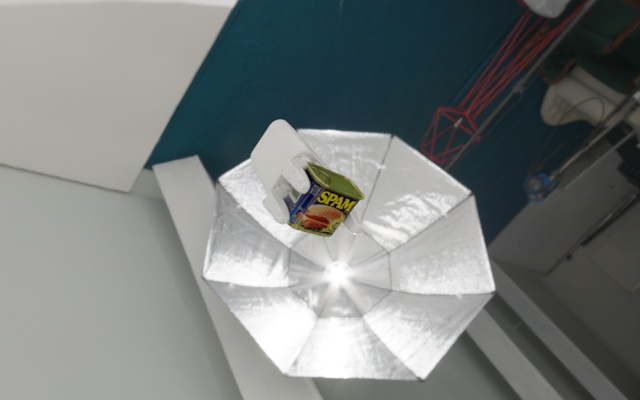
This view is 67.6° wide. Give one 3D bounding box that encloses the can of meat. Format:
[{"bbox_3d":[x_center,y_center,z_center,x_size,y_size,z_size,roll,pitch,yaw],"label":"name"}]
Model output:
[{"bbox_3d":[0.000,0.003,0.700,0.102,0.084,0.057,19,26,-43],"label":"can of meat"}]
